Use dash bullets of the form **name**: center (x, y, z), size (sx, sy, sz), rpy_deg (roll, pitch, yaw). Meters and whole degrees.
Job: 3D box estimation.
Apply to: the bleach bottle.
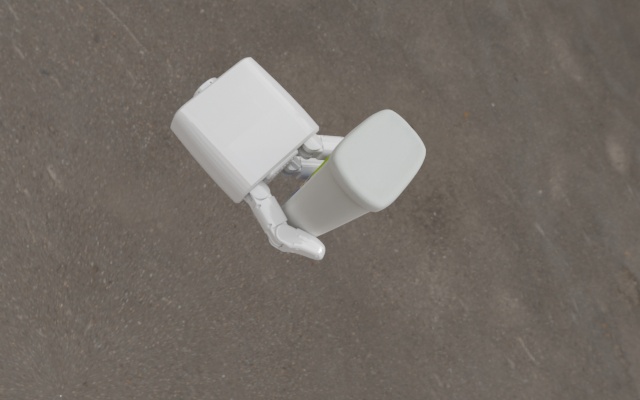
- **bleach bottle**: center (0.000, 0.002, 0.511), size (0.102, 0.068, 0.251), rpy_deg (-45, 4, -34)
